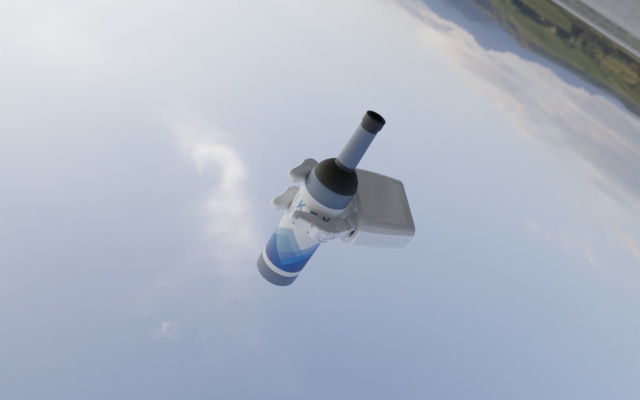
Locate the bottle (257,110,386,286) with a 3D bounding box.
[{"bbox_3d":[0.000,0.002,0.659,0.069,0.296,0.069,23,34,-16],"label":"bottle"}]
